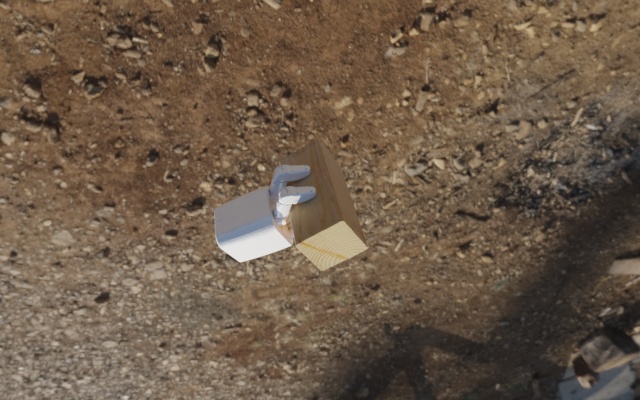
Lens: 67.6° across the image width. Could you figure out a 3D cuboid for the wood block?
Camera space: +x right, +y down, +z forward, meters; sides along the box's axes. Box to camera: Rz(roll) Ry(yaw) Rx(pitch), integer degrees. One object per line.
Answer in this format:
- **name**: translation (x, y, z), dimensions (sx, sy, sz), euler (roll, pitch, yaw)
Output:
- **wood block**: translation (0.000, 0.003, 0.825), dimensions (0.090, 0.206, 0.091), euler (-28, -46, 14)
